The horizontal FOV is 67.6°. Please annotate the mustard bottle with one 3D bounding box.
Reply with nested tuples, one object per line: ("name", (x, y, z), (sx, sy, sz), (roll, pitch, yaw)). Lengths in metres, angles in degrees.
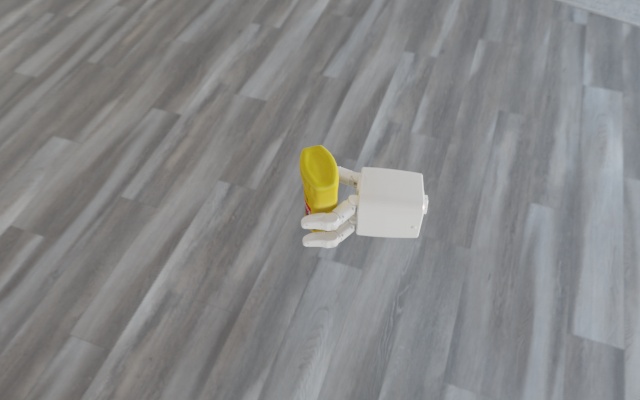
("mustard bottle", (0.000, 0.003, 0.815), (0.058, 0.096, 0.192), (-14, -36, -8))
